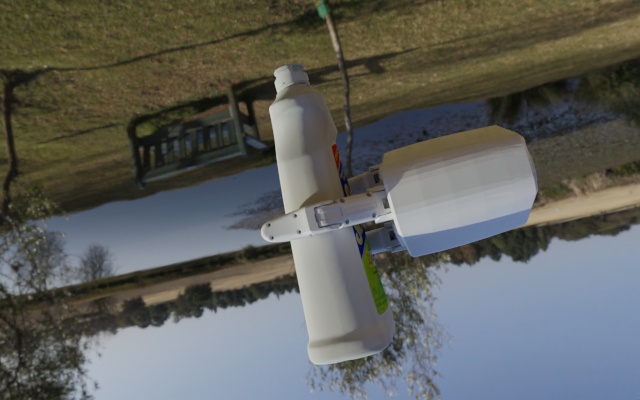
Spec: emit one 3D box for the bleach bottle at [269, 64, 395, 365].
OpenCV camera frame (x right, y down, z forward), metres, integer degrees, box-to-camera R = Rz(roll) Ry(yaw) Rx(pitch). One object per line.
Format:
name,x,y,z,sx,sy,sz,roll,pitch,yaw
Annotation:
bleach bottle,0.000,0.001,0.415,0.068,0.251,0.102,-16,-6,13
